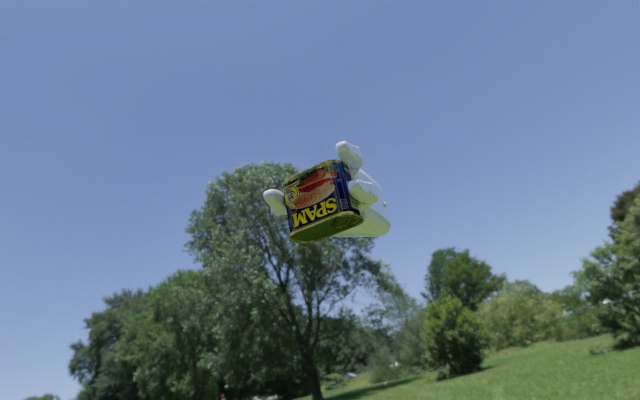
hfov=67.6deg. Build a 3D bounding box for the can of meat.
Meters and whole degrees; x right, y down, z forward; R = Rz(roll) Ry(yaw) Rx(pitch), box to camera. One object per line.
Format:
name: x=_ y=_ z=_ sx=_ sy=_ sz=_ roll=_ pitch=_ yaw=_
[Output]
can of meat: x=0.000 y=0.002 z=0.651 sx=0.102 sy=0.084 sz=0.057 roll=-23 pitch=-25 yaw=26
